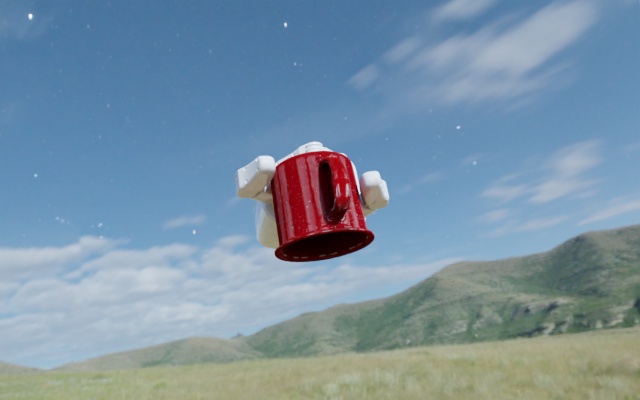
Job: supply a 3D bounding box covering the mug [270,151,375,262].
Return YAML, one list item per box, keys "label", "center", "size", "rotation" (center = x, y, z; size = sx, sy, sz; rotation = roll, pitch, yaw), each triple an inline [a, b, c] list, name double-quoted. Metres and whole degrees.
- label: "mug"
  center: [0.000, 0.001, 0.438]
  size: [0.093, 0.081, 0.117]
  rotation: [-4, -22, -16]
